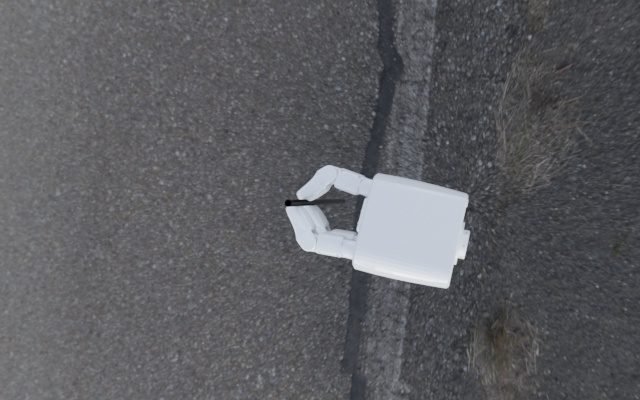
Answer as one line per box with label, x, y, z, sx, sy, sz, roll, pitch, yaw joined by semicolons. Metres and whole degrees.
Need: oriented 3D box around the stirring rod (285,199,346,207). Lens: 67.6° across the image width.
stirring rod;0.000;0.002;0.632;0.011;0.011;0.239;0;0;17
